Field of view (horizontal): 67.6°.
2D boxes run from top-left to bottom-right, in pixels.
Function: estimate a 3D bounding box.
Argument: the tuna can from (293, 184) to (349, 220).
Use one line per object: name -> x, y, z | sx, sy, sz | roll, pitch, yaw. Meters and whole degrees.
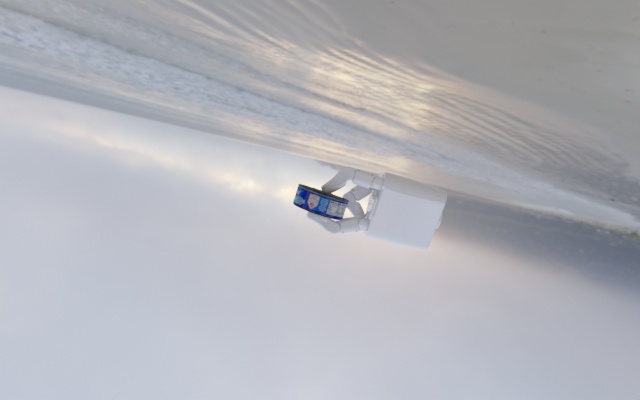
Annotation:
tuna can -> 0.000, 0.003, 0.762 | 0.086, 0.034, 0.086 | 18, 5, -2
